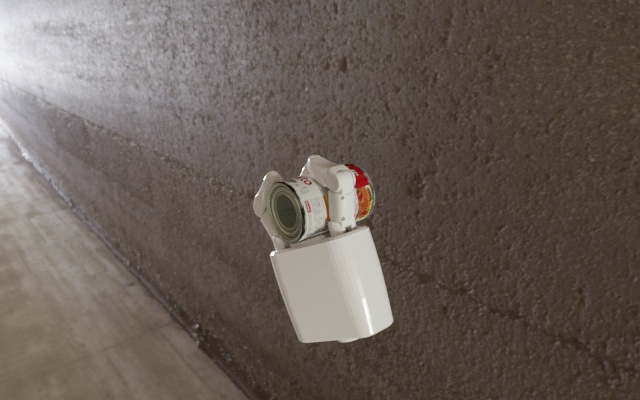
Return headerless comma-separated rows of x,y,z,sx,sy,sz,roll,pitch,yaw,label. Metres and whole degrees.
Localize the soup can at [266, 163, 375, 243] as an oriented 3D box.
0.000,0.001,0.525,0.102,0.068,0.068,-17,10,-37,soup can
